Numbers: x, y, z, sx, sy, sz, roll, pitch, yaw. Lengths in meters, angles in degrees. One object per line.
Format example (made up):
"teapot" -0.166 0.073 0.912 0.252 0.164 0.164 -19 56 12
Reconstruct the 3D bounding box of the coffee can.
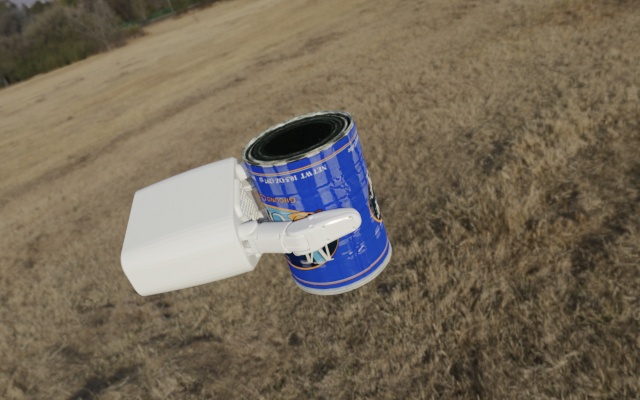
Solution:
"coffee can" 0.000 0.002 0.445 0.103 0.140 0.102 -15 27 8
